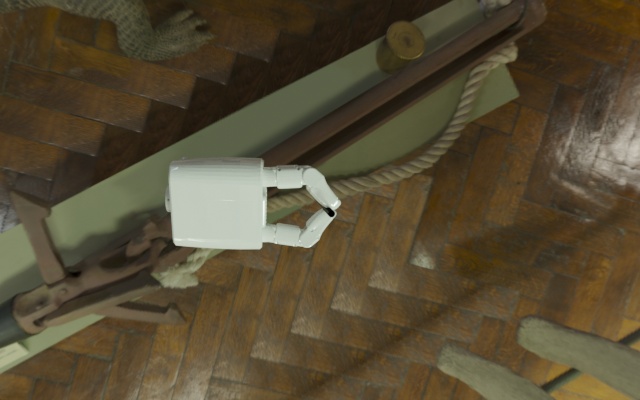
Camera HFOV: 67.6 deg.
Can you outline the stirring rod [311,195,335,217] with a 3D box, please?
[{"bbox_3d":[0.000,0.002,0.655,0.011,0.011,0.239,0,6,-6],"label":"stirring rod"}]
